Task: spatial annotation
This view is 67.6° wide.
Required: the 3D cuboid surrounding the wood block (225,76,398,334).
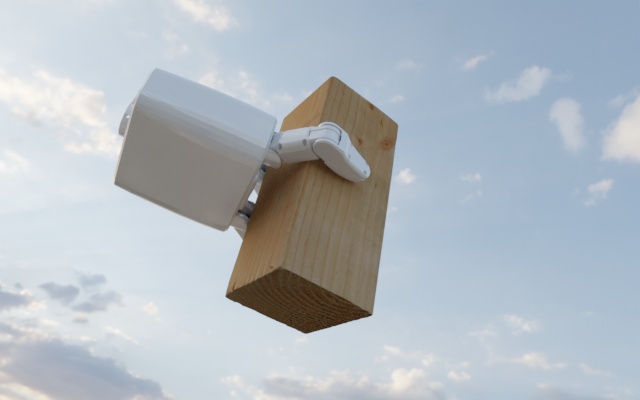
[{"bbox_3d":[0.000,0.001,0.434,0.090,0.206,0.091,32,-39,-25],"label":"wood block"}]
